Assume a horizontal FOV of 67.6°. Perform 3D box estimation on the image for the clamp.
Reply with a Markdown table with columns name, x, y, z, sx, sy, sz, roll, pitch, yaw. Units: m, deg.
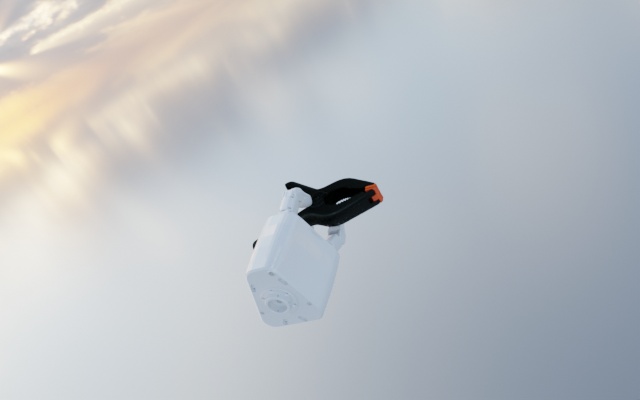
| name | x | y | z | sx | sy | sz | roll | pitch | yaw |
| --- | --- | --- | --- | --- | --- | --- | --- | --- | --- |
| clamp | 0.000 | 0.002 | 0.756 | 0.210 | 0.036 | 0.164 | -17 | 34 | 25 |
